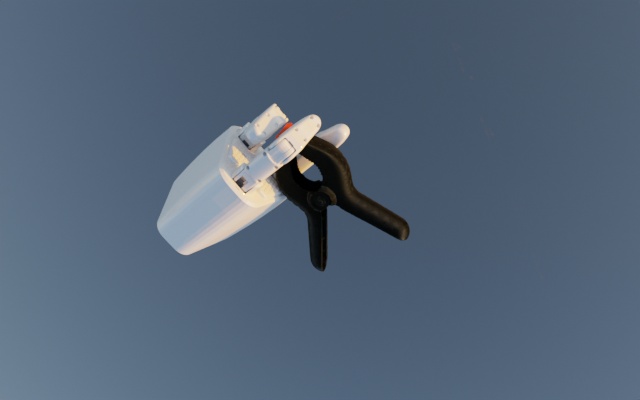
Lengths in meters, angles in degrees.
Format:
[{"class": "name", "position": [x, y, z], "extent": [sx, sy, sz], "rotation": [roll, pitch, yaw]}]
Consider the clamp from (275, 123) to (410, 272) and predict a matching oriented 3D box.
[{"class": "clamp", "position": [0.000, 0.002, 0.508], "extent": [0.120, 0.171, 0.039], "rotation": [-36, 12, 22]}]
